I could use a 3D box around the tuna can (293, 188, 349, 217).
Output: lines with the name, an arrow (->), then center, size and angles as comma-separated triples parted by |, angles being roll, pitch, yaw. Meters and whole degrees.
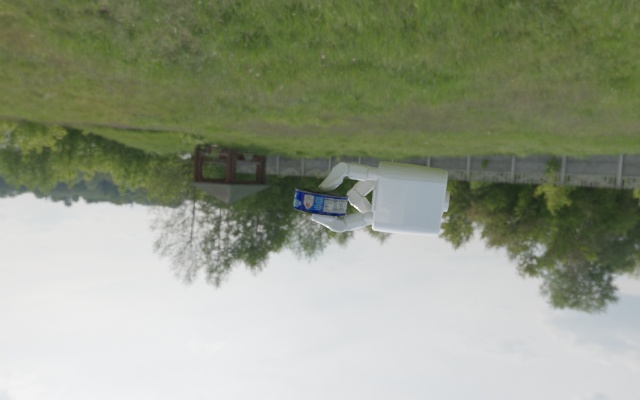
tuna can -> 0.000, 0.003, 0.761 | 0.086, 0.034, 0.086 | 9, 4, -1
